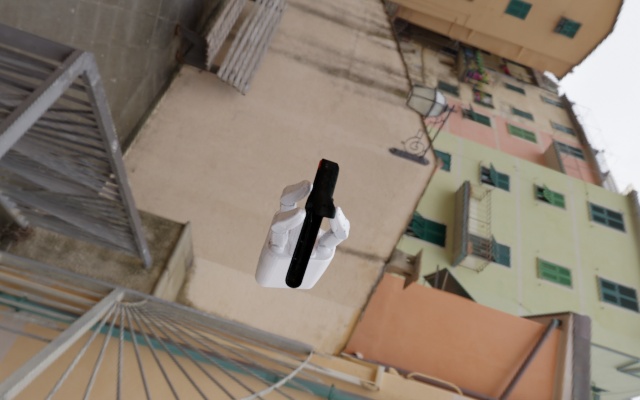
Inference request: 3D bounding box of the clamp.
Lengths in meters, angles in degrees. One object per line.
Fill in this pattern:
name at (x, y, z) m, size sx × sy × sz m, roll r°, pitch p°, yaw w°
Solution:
clamp at (0.001, 0.002, 0.686) m, size 0.036 × 0.209 × 0.165 m, roll 20°, pitch -41°, yaw -6°
